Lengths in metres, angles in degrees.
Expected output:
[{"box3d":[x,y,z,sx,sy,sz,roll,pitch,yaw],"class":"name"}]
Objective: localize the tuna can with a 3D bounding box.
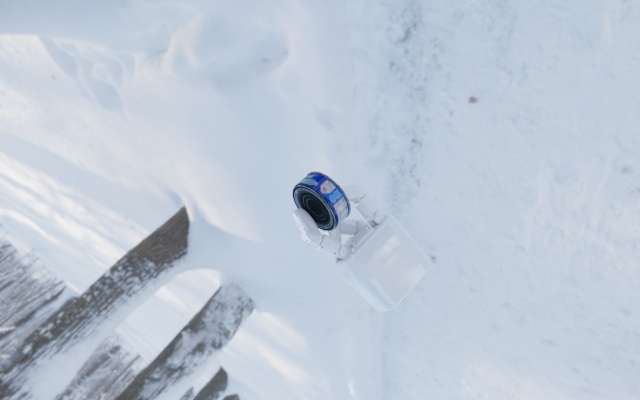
[{"box3d":[0.000,0.003,0.691,0.033,0.086,0.086,-43,24,-28],"class":"tuna can"}]
